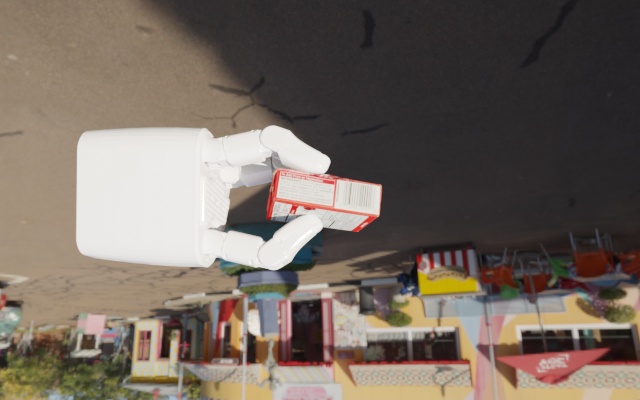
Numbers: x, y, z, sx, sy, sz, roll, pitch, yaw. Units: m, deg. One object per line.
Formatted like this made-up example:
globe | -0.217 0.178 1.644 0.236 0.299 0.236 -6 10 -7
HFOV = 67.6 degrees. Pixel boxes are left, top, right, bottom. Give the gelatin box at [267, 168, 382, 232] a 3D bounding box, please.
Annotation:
gelatin box | 0.000 0.002 0.410 0.089 0.030 0.073 9 -15 -7
